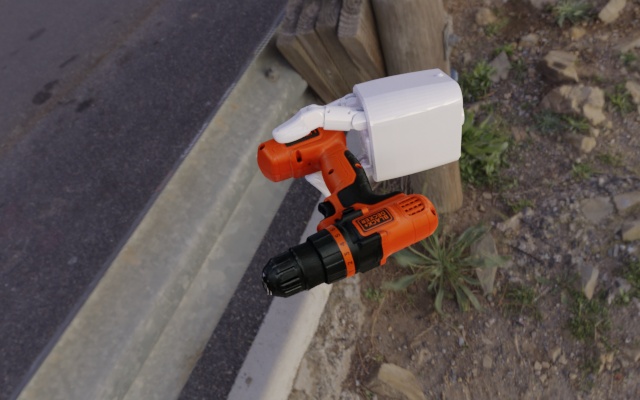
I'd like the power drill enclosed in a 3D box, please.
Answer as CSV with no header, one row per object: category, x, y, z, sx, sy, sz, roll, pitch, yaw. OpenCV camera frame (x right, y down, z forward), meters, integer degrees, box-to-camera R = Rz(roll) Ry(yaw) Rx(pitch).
power drill,0.000,0.001,0.505,0.184,0.057,0.187,-21,51,-16
